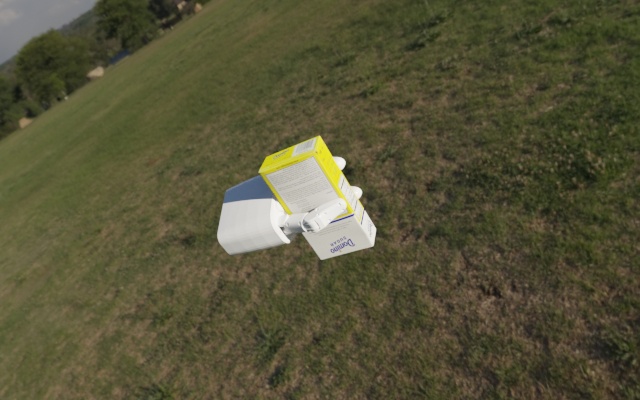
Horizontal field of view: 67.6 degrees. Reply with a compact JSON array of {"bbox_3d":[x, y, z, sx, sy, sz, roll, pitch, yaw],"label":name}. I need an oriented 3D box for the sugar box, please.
[{"bbox_3d":[0.000,0.002,0.681,0.093,0.176,0.048,-18,34,26],"label":"sugar box"}]
